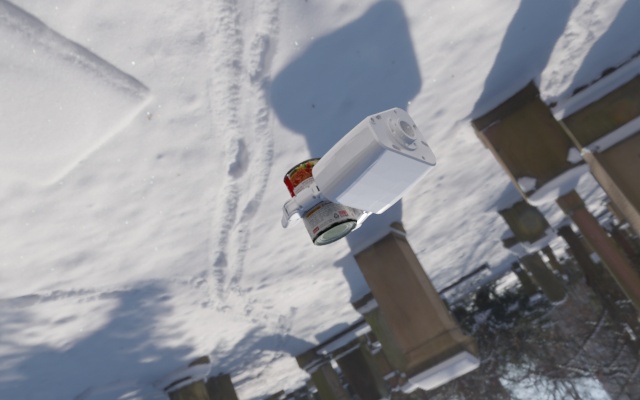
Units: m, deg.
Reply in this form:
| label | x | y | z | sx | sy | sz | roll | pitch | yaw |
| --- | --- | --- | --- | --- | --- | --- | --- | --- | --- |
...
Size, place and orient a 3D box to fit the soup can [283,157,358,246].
| label | x | y | z | sx | sy | sz | roll | pitch | yaw |
| --- | --- | --- | --- | --- | --- | --- | --- | --- | --- |
| soup can | 0.000 | 0.003 | 0.651 | 0.068 | 0.102 | 0.068 | -23 | -21 | -9 |
